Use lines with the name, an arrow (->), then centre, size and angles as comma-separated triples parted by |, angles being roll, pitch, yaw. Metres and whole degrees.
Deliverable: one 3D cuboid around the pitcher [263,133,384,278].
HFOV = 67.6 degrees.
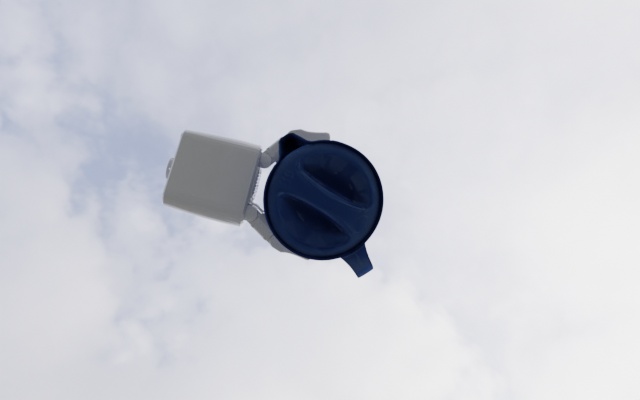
pitcher -> 0.000, 0.002, 0.636 | 0.145, 0.149, 0.243 | 13, 3, -5
